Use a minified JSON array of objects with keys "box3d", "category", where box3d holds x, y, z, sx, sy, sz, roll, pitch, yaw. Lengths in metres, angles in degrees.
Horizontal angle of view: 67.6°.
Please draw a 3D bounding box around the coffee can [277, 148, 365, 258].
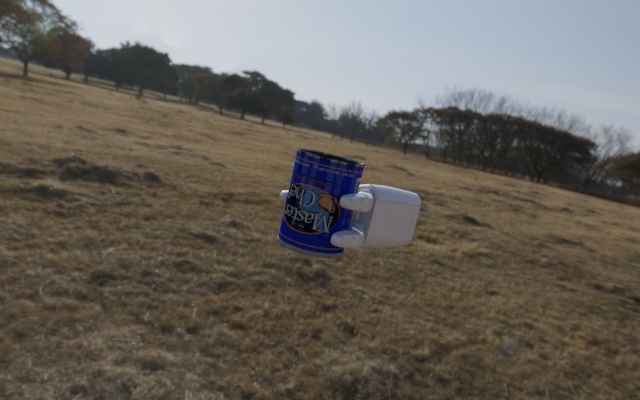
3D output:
[{"box3d":[0.000,0.002,0.709,0.103,0.140,0.103,13,9,-2],"category":"coffee can"}]
